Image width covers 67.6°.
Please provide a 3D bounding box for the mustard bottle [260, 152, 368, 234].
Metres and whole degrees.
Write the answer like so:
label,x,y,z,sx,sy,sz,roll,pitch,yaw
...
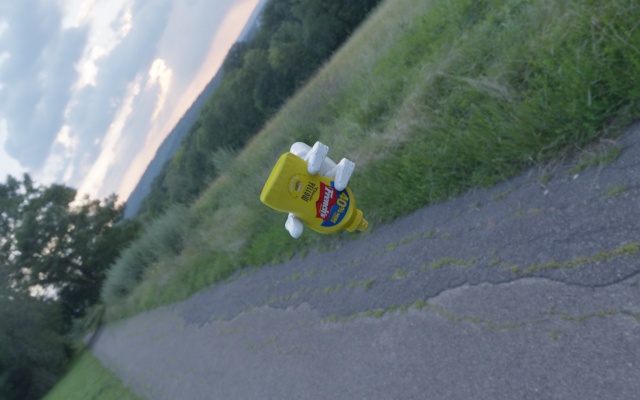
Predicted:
label,x,y,z,sx,sy,sz,roll,pitch,yaw
mustard bottle,0.000,0.003,0.822,0.192,0.096,0.058,29,-13,-17
